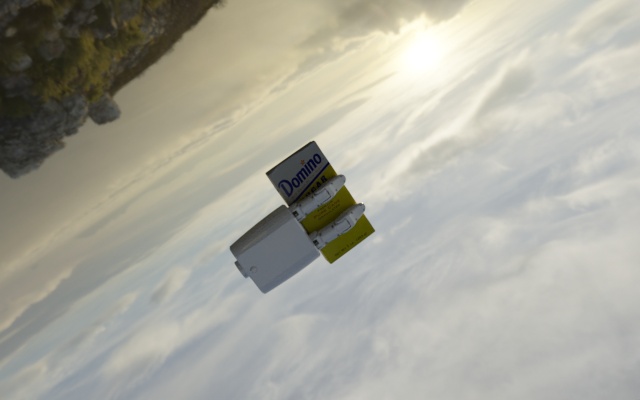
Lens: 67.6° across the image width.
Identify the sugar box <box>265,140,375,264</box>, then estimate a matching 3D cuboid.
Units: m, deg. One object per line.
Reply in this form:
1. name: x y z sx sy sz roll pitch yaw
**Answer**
1. sugar box: 0.000 0.003 0.759 0.093 0.176 0.048 -37 12 -7
